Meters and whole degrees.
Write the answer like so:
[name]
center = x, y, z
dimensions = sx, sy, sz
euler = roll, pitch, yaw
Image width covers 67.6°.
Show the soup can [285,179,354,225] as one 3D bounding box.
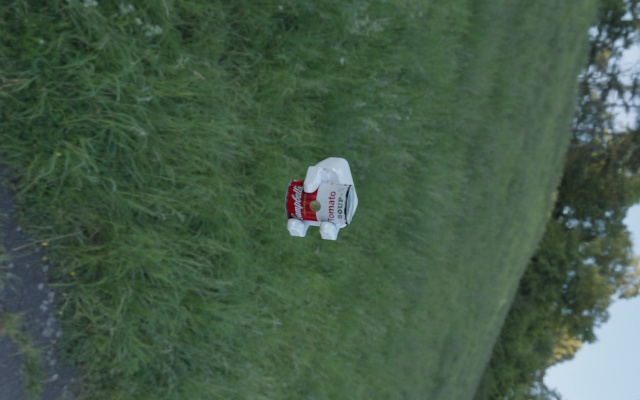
[soup can]
center = 0.000, 0.003, 0.786
dimensions = 0.102, 0.068, 0.068
euler = 5, 1, 14
